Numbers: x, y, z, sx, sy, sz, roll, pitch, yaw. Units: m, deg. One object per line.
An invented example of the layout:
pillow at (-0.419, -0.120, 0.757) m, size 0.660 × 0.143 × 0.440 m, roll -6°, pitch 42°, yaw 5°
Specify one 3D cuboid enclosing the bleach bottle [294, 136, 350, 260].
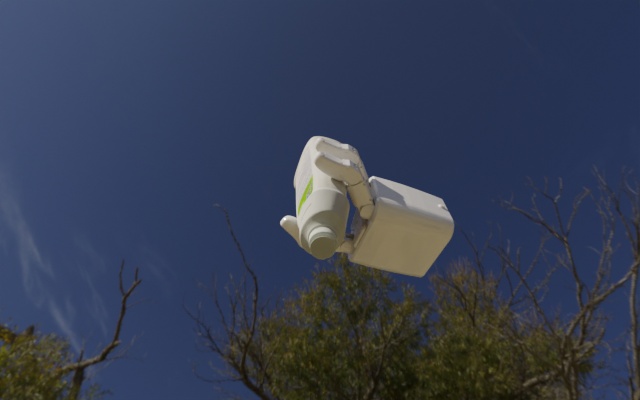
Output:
bleach bottle at (0.000, 0.002, 0.620) m, size 0.068 × 0.103 × 0.250 m, roll 15°, pitch 26°, yaw -7°
